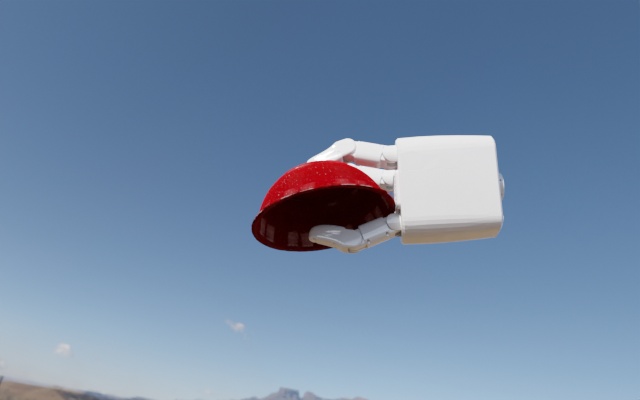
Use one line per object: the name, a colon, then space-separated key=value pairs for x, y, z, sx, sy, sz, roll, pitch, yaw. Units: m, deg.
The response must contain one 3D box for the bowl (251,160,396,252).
bowl: x=-0.001 y=0.001 z=0.540 sx=0.162 sy=0.055 sz=0.162 roll=-9 pitch=-27 yaw=-5
